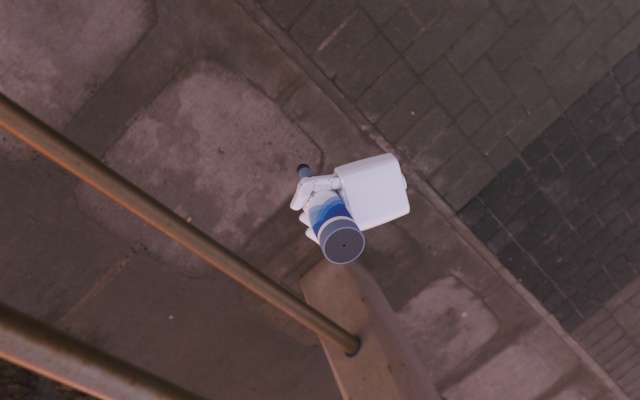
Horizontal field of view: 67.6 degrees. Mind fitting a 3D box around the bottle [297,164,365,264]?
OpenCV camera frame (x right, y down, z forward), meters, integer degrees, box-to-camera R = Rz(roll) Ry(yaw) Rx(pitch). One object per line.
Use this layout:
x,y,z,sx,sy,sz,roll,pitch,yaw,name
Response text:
0.000,0.003,0.848,0.069,0.069,0.295,0,27,-16,bottle
